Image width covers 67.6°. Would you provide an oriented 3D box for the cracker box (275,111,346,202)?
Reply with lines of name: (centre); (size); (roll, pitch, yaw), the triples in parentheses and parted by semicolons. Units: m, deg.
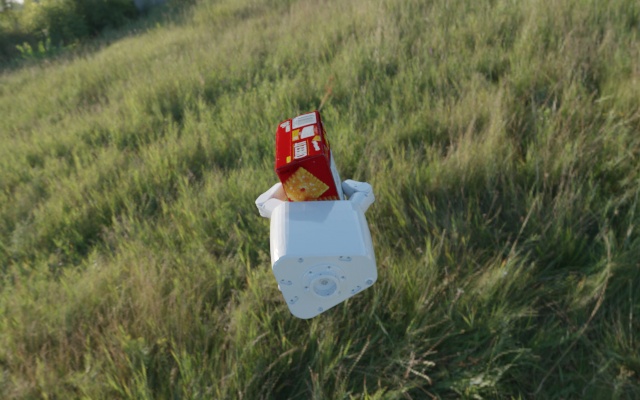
cracker box: (0.000, 0.002, 0.682); (0.072, 0.214, 0.164); (-16, 29, 5)
